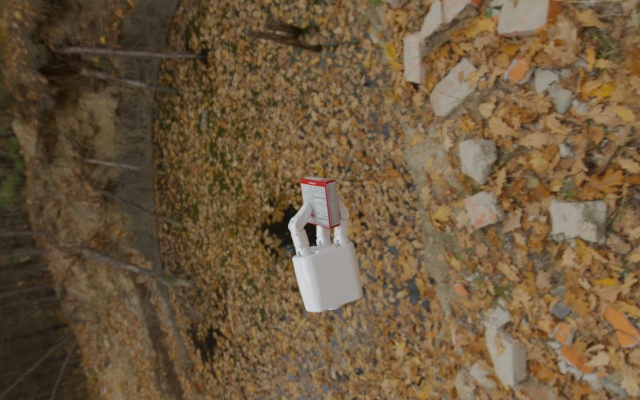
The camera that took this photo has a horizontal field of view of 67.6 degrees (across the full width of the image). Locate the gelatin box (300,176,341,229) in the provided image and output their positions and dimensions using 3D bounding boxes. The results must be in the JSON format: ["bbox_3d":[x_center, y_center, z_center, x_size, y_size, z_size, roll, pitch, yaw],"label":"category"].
[{"bbox_3d":[0.000,0.003,0.888,0.030,0.089,0.073,-19,19,-36],"label":"gelatin box"}]
